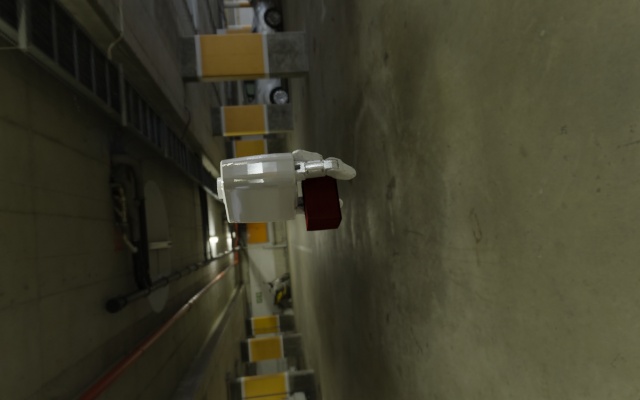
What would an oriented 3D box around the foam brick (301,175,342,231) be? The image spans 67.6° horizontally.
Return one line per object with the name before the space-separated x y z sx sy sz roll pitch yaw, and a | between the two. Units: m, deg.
foam brick | 0.000 0.003 0.729 0.051 0.078 0.053 -5 -22 -7
